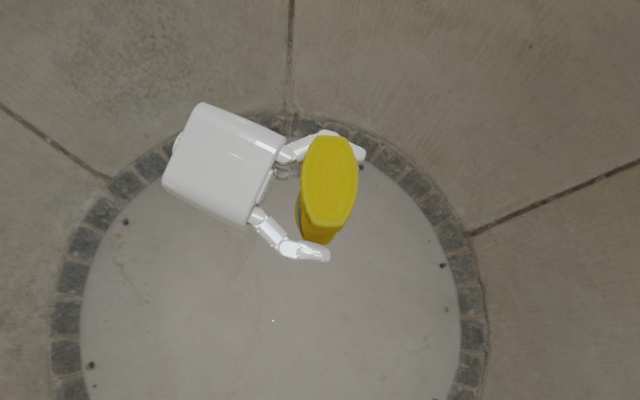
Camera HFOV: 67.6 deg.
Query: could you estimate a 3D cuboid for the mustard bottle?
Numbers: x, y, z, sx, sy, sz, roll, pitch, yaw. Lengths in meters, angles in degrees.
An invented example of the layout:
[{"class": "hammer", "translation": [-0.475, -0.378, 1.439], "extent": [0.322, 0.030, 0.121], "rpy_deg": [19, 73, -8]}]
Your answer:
[{"class": "mustard bottle", "translation": [0.000, 0.002, 0.552], "extent": [0.058, 0.096, 0.192], "rpy_deg": [2, -14, -5]}]
